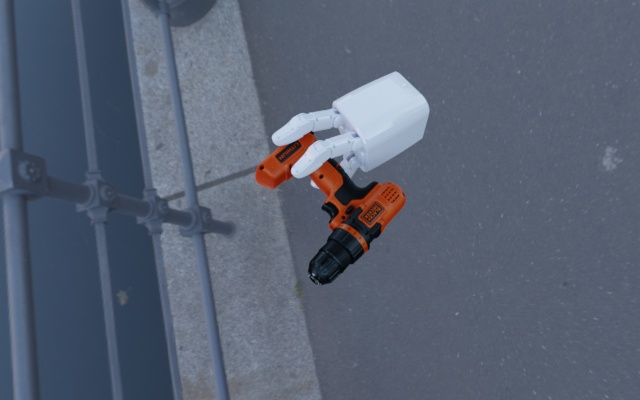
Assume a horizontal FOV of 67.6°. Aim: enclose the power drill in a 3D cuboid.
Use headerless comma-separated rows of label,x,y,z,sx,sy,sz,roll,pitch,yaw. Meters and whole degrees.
power drill,0.000,0.002,0.666,0.184,0.187,0.057,-44,-12,-26
